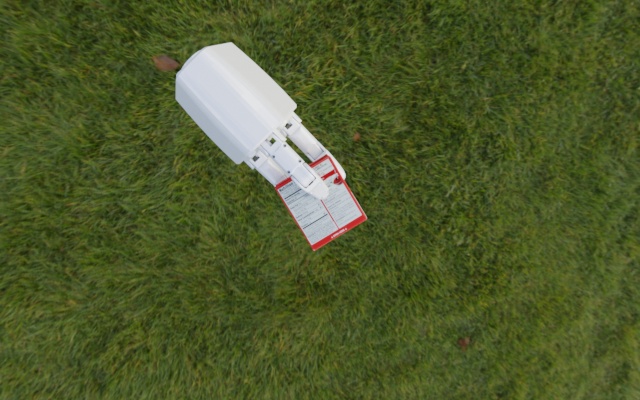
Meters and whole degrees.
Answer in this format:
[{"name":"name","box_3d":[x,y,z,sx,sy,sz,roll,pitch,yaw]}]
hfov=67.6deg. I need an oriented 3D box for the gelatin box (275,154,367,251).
[{"name":"gelatin box","box_3d":[0.000,0.002,0.556,0.073,0.089,0.030,-31,7,1]}]
